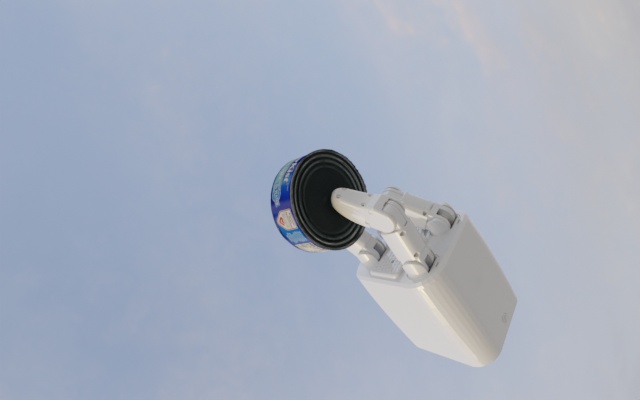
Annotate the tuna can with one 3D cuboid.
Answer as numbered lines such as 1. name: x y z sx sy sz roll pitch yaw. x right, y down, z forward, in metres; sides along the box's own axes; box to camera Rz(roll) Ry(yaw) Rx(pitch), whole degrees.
1. tuna can: 0.000 0.001 0.409 0.086 0.086 0.034 0 -9 -41
